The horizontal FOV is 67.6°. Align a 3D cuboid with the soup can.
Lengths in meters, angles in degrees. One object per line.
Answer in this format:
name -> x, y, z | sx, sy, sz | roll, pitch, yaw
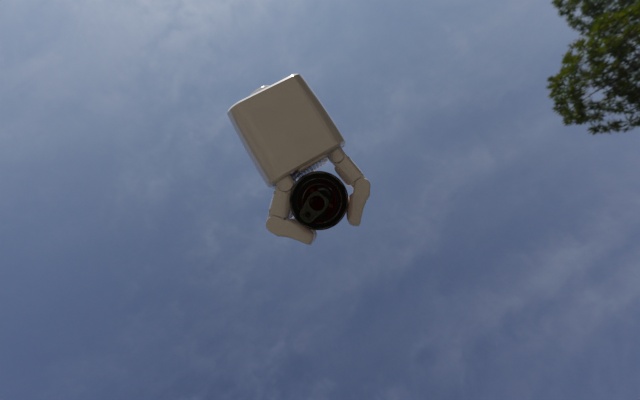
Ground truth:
soup can -> 0.000, 0.002, 0.593 | 0.068, 0.068, 0.102 | 0, -2, 2
